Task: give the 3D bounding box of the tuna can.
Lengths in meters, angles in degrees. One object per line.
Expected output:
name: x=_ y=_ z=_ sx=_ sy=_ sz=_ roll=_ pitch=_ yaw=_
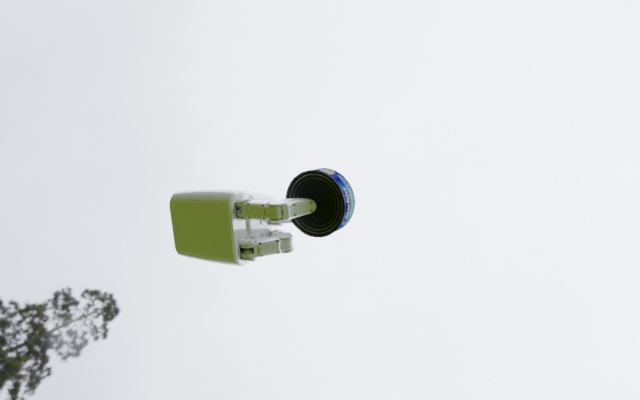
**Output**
tuna can: x=0.000 y=0.002 z=0.607 sx=0.086 sy=0.086 sz=0.033 roll=0 pitch=10 yaw=30
